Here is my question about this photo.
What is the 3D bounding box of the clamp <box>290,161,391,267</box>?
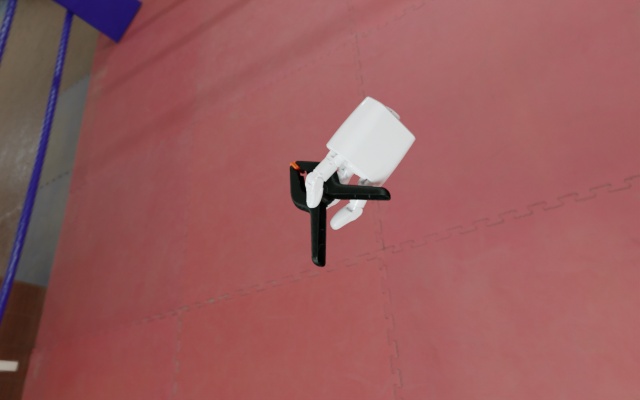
[{"bbox_3d":[0.000,0.002,0.811,0.210,0.164,0.036,40,0,42],"label":"clamp"}]
